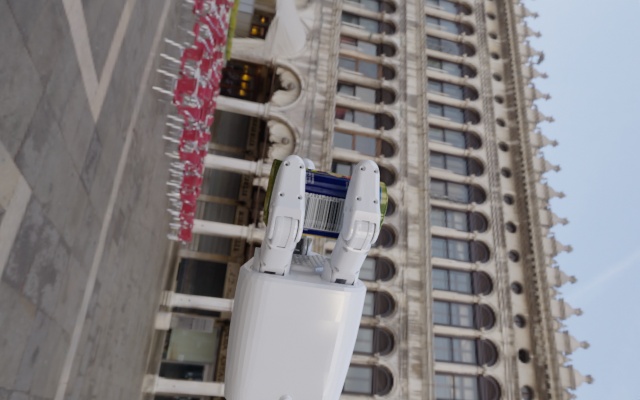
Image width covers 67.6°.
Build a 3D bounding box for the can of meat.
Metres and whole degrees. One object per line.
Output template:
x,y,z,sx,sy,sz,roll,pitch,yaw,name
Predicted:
0.000,0.001,0.401,0.084,0.057,0.102,10,4,-12,can of meat
